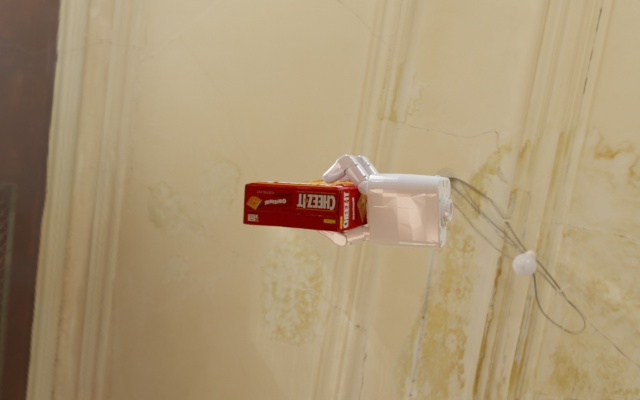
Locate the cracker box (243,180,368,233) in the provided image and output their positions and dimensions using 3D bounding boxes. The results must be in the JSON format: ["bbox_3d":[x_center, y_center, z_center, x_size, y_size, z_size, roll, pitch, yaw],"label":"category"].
[{"bbox_3d":[0.000,0.003,0.788,0.164,0.072,0.213,3,4,25],"label":"cracker box"}]
